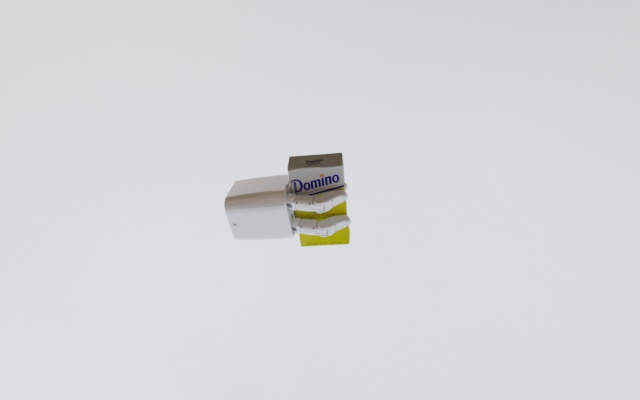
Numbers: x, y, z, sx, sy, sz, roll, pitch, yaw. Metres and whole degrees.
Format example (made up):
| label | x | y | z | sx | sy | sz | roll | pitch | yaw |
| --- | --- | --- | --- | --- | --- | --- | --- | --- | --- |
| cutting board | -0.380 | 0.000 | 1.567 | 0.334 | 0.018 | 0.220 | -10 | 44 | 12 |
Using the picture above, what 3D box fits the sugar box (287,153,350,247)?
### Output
| label | x | y | z | sx | sy | sz | roll | pitch | yaw |
| --- | --- | --- | --- | --- | --- | --- | --- | --- | --- |
| sugar box | 0.000 | 0.003 | 0.836 | 0.093 | 0.176 | 0.048 | -4 | 40 | 5 |
